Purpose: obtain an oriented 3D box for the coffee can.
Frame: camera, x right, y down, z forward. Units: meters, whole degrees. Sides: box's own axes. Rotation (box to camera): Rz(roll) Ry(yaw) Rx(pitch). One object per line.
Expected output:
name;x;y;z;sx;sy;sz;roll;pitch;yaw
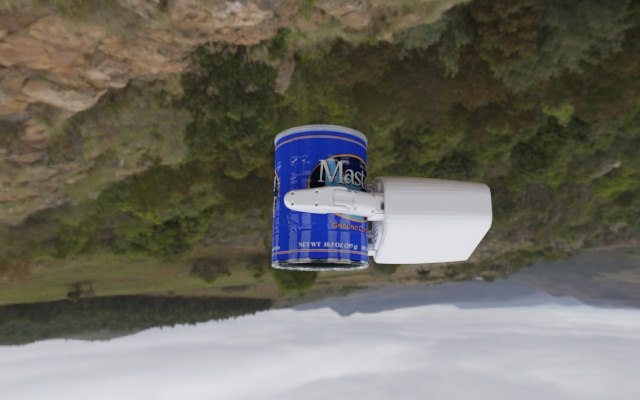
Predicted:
coffee can;0.000;0.002;0.516;0.103;0.140;0.103;0;-13;0
